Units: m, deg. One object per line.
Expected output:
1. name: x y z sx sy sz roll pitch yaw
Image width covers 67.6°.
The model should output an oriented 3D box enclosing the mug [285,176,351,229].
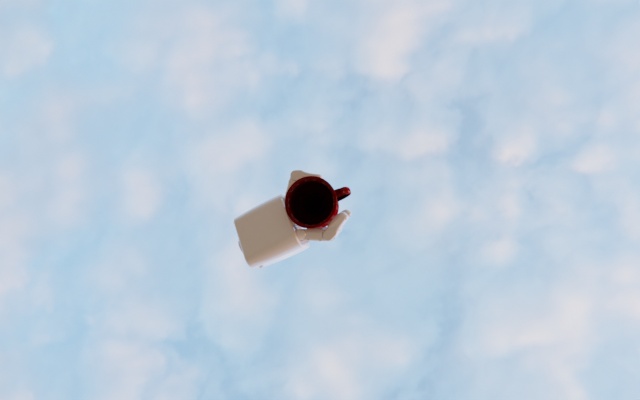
1. mug: 0.001 0.002 0.870 0.117 0.093 0.081 -24 -10 6
